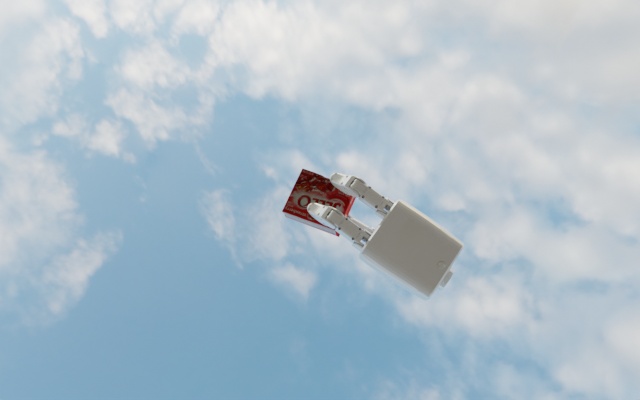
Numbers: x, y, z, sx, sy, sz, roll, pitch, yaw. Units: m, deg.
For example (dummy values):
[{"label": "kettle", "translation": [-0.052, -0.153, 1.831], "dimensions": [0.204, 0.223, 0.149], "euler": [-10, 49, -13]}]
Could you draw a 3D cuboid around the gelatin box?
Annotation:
[{"label": "gelatin box", "translation": [0.000, 0.002, 0.692], "dimensions": [0.089, 0.073, 0.030], "euler": [20, -17, 15]}]
